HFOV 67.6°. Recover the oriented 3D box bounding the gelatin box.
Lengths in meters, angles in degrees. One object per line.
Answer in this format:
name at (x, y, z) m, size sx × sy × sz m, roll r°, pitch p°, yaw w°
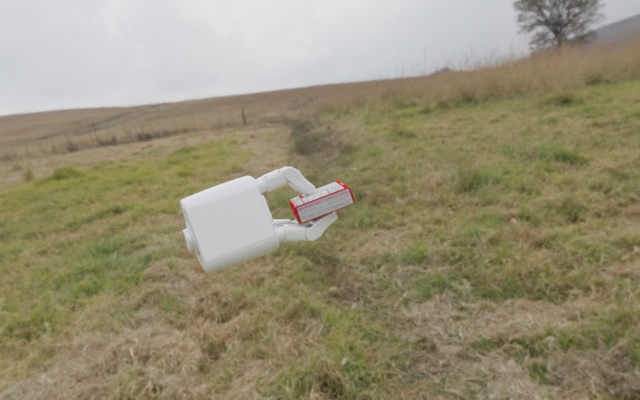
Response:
gelatin box at (0.000, 0.002, 0.719) m, size 0.089 × 0.030 × 0.073 m, roll -22°, pitch 12°, yaw -6°
